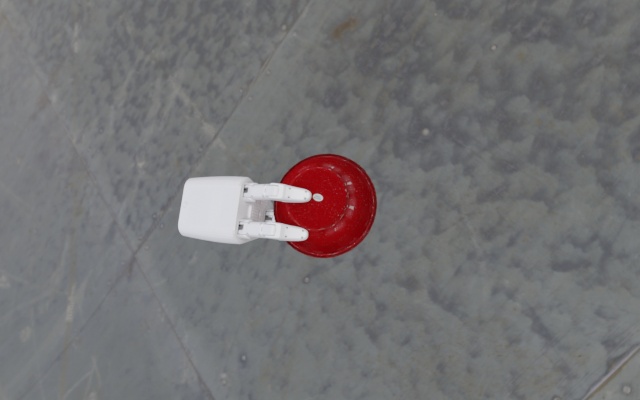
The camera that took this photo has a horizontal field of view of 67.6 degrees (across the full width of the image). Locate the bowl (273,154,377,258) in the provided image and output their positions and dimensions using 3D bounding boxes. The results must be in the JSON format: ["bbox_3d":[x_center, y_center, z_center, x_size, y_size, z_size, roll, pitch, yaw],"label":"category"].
[{"bbox_3d":[0.001,0.002,0.702,0.162,0.162,0.055,0,-10,12],"label":"bowl"}]
